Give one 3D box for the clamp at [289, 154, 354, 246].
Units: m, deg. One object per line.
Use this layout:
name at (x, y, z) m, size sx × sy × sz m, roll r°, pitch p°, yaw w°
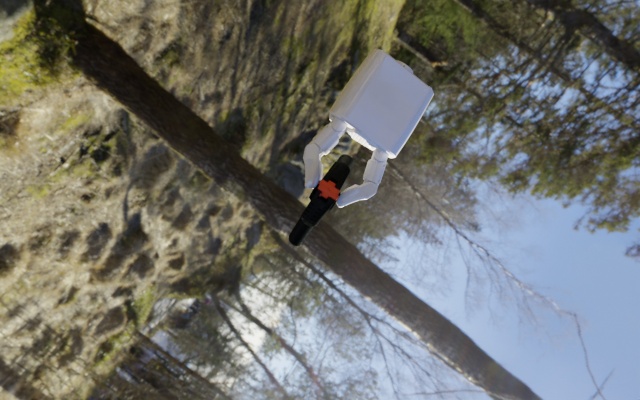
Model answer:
clamp at (0.001, 0.002, 0.663) m, size 0.036 × 0.164 × 0.210 m, roll 32°, pitch 2°, yaw 0°
